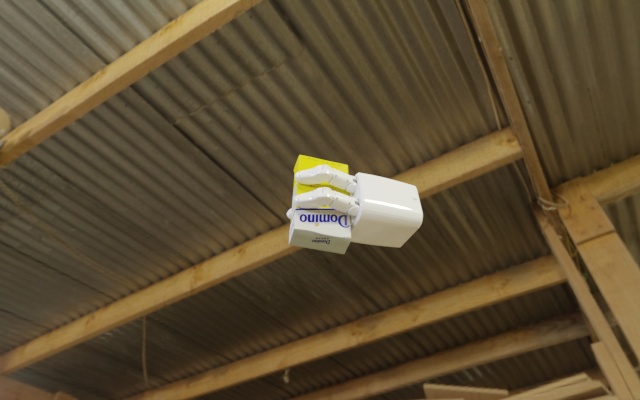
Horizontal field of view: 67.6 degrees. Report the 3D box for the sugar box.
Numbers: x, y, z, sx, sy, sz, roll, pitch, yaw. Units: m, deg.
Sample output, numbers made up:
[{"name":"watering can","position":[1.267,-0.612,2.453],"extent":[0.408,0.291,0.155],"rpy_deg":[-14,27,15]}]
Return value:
[{"name":"sugar box","position":[0.000,0.002,0.793],"extent":[0.093,0.048,0.176],"rpy_deg":[10,42,-10]}]
